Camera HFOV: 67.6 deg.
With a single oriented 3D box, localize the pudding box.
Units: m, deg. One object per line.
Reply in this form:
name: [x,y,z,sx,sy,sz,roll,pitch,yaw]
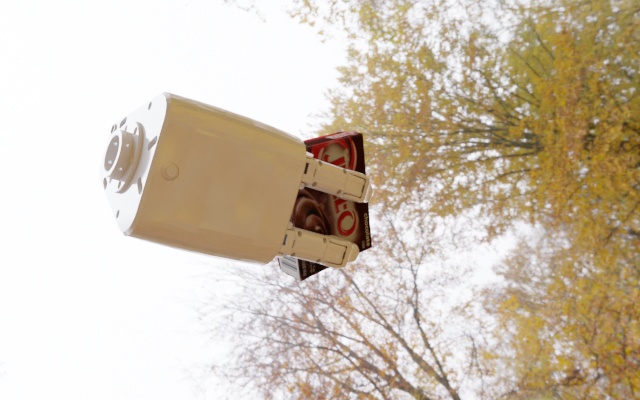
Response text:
pudding box: [0.000,0.001,0.422,0.090,0.113,0.039,-19,23,-37]
